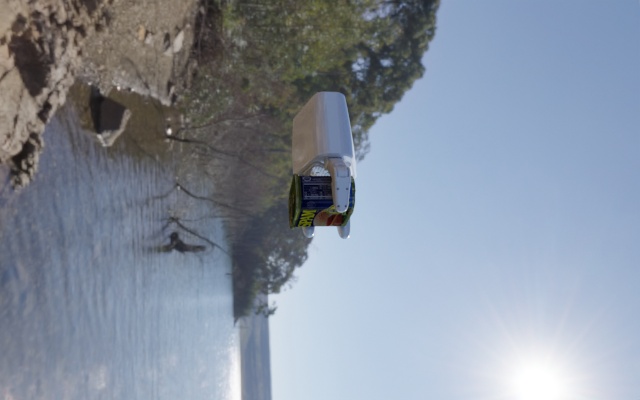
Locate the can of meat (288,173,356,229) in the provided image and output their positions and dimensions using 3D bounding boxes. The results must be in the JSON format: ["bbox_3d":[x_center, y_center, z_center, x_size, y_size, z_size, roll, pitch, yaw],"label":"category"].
[{"bbox_3d":[0.000,0.002,0.690,0.084,0.057,0.102,-1,-23,-10],"label":"can of meat"}]
